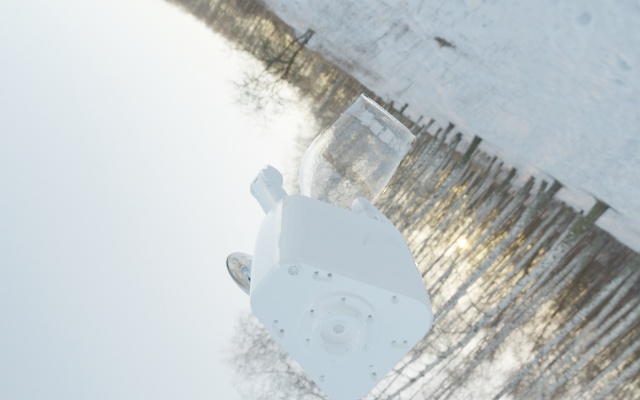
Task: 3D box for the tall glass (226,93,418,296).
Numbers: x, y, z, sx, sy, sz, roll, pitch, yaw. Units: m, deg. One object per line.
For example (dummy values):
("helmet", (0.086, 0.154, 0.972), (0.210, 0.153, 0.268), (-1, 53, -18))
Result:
("tall glass", (0.000, 0.002, 0.437), (0.079, 0.201, 0.079), (36, 14, -11))
